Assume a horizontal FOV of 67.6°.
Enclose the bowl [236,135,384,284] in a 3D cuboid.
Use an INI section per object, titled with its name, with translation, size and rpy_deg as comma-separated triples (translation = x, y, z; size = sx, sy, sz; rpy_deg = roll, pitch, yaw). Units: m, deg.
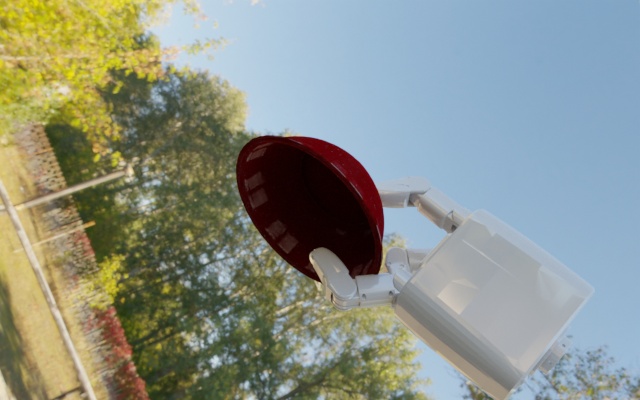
[bowl]
translation = -0.001, 0.000, 0.432
size = 0.162, 0.162, 0.055
rpy_deg = 0, 34, 46
